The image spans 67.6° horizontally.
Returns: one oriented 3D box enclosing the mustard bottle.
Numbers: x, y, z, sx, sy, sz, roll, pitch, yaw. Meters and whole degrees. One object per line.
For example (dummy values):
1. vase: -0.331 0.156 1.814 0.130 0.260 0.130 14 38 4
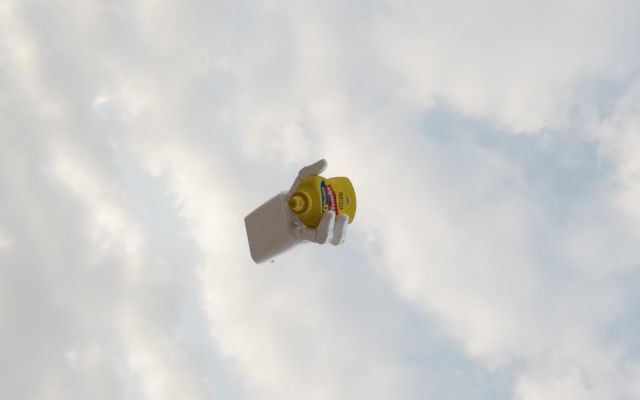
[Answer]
1. mustard bottle: 0.001 0.003 0.872 0.058 0.096 0.191 -3 0 30
